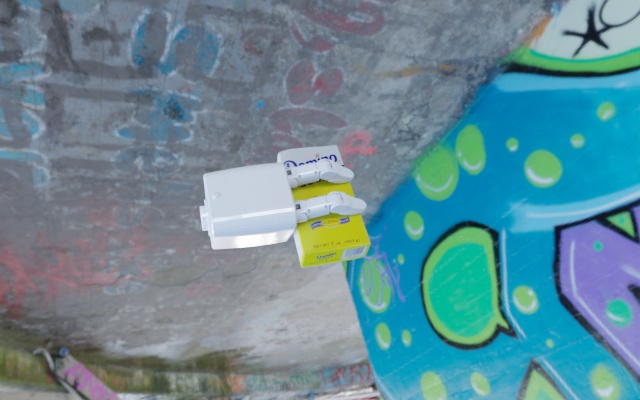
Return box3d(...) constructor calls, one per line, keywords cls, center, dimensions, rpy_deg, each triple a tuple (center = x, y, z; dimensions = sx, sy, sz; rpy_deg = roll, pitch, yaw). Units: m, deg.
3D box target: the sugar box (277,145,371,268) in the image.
box3d(cls="sugar box", center=(0.000, 0.002, 0.671), dimensions=(0.093, 0.176, 0.048), rpy_deg=(-8, -31, -15))
